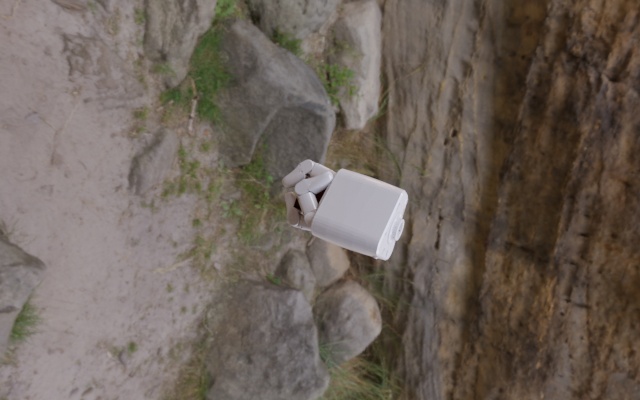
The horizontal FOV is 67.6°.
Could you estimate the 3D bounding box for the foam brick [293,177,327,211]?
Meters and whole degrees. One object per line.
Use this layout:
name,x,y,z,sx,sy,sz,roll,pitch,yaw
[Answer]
foam brick,0.000,0.002,0.770,0.051,0.053,0.078,18,-6,22
